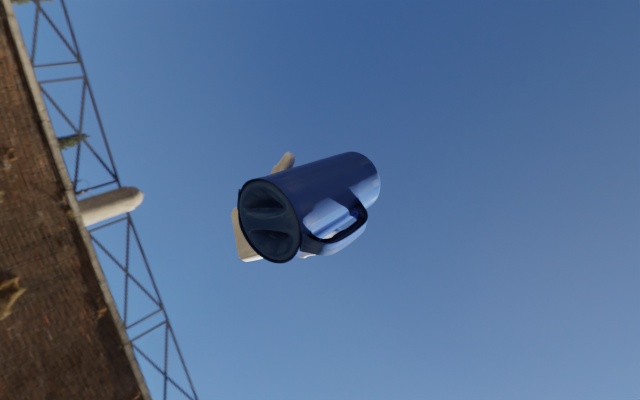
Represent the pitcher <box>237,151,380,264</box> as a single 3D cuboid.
[{"bbox_3d":[0.000,0.003,0.778,0.145,0.149,0.242,-25,0,45],"label":"pitcher"}]
